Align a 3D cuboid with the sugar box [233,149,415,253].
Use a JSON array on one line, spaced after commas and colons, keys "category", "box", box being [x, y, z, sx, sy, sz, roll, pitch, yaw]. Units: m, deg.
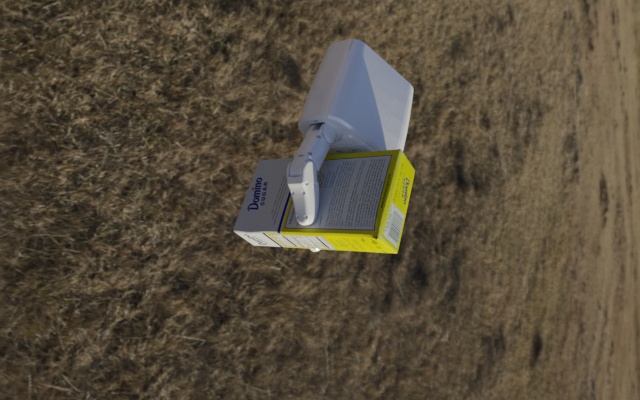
[{"category": "sugar box", "box": [0.000, 0.002, 0.488, 0.176, 0.093, 0.048, -1, -30, 37]}]
